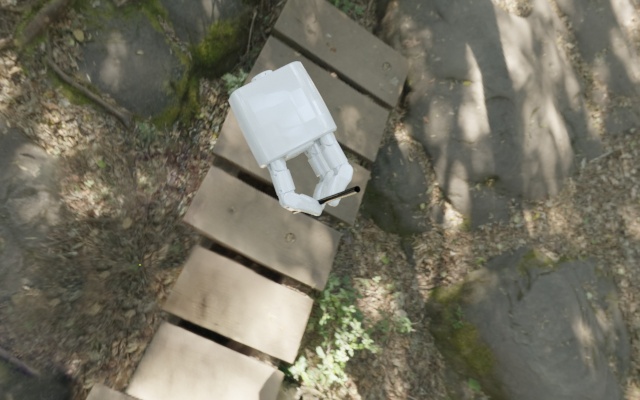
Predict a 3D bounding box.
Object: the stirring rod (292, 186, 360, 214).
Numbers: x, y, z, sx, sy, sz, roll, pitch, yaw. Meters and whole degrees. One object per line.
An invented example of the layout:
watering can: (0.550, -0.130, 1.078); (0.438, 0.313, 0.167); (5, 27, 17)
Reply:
stirring rod: (0.000, 0.002, 0.660); (0.011, 0.011, 0.239); (0, -7, -21)
